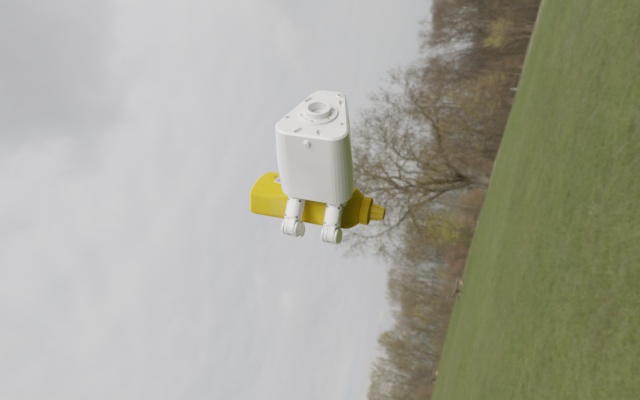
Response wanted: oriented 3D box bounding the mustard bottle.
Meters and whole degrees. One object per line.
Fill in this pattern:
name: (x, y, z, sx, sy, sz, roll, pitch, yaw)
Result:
mustard bottle: (0.000, 0.003, 0.704, 0.191, 0.058, 0.096, 10, 22, 15)
